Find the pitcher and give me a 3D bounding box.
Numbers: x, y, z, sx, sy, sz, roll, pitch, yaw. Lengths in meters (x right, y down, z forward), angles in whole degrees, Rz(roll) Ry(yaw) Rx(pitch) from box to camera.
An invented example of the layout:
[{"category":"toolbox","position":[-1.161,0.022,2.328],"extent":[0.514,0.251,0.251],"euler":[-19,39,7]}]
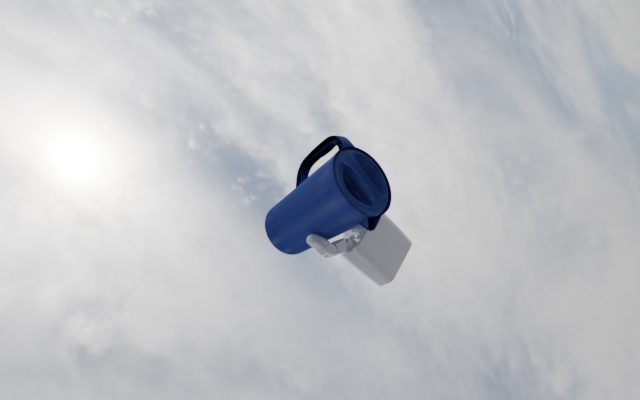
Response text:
[{"category":"pitcher","position":[0.000,0.003,0.886],"extent":[0.145,0.149,0.243],"euler":[41,-45,-17]}]
